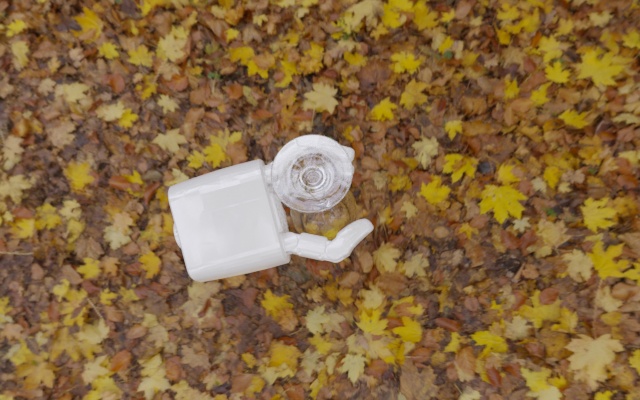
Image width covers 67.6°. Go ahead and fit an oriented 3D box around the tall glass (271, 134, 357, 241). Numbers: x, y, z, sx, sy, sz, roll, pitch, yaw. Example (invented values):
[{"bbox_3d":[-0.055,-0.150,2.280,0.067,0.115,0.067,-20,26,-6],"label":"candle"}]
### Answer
[{"bbox_3d":[0.000,0.002,0.521,0.079,0.079,0.201,0,-15,5],"label":"tall glass"}]
